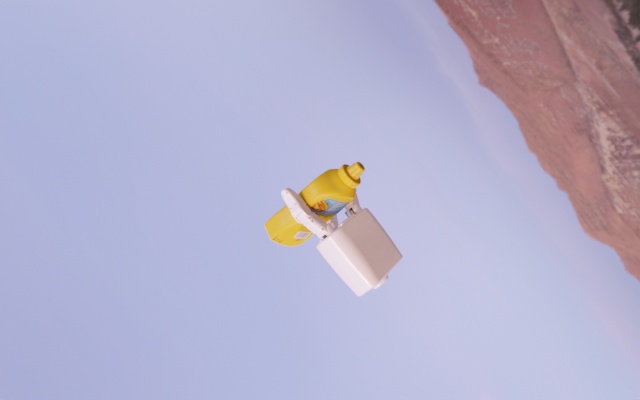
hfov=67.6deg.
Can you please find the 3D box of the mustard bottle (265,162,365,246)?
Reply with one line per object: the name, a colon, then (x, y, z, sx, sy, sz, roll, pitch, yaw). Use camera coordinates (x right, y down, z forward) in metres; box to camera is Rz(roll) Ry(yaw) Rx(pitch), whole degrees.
mustard bottle: (0.000, 0.002, 0.787, 0.192, 0.058, 0.096, -41, -30, 28)
